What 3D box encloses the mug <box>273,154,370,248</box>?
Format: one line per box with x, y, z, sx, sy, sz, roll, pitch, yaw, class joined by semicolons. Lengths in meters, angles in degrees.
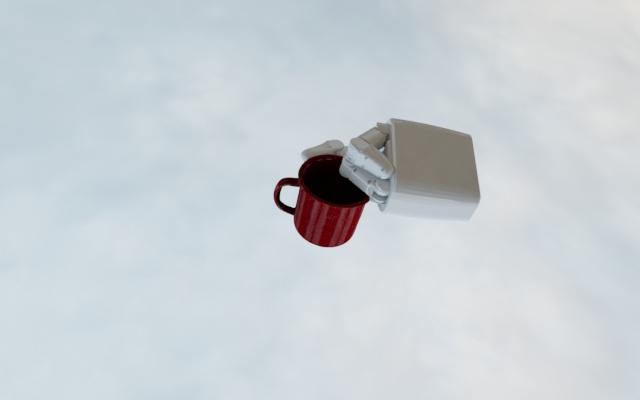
-0.001;0.002;0.585;0.117;0.082;0.093;8;44;-8;mug
